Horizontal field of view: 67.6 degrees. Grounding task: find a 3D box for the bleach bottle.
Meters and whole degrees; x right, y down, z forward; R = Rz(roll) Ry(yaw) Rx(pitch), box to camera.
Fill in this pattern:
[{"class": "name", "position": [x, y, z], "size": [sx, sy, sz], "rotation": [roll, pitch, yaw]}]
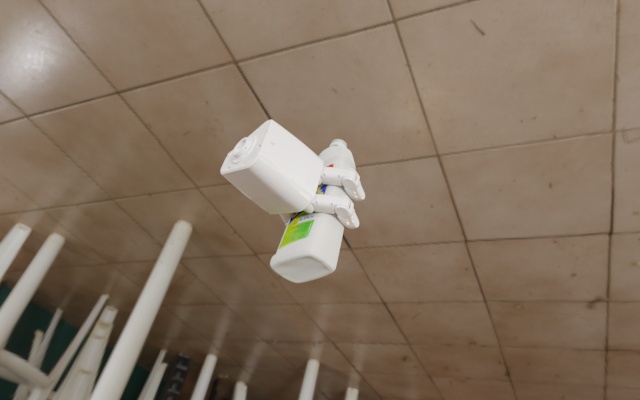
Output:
[{"class": "bleach bottle", "position": [0.000, 0.003, 0.761], "size": [0.102, 0.250, 0.068], "rotation": [-24, -52, 40]}]
